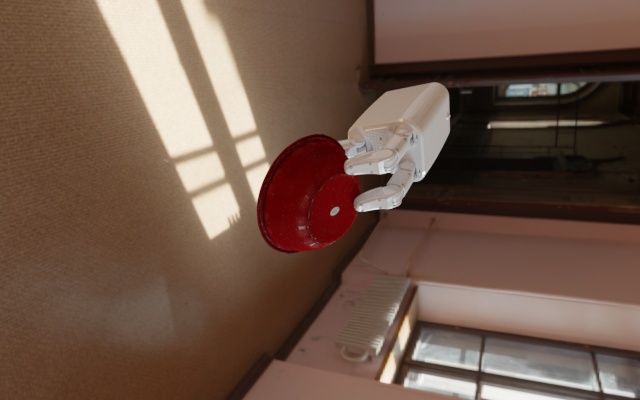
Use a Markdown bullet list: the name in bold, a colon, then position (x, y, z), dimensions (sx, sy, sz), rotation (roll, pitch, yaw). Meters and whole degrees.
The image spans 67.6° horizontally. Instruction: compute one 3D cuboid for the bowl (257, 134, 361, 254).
- **bowl**: position (0.000, 0.003, 0.597), dimensions (0.055, 0.162, 0.162), rotation (26, 18, 40)
